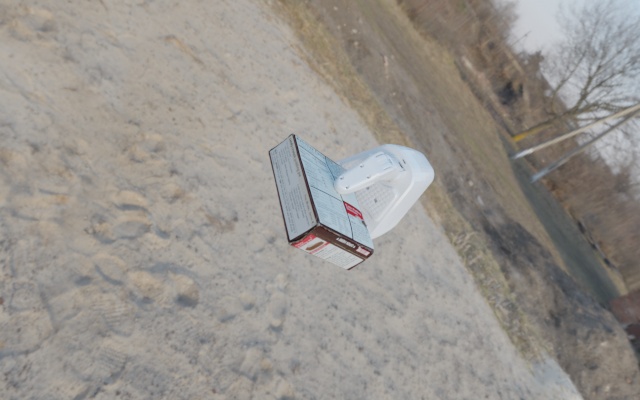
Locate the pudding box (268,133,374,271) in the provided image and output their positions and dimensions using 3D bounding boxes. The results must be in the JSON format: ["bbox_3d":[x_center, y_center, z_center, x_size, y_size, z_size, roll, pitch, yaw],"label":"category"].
[{"bbox_3d":[0.000,0.001,0.458,0.039,0.113,0.090,-37,-41,23],"label":"pudding box"}]
